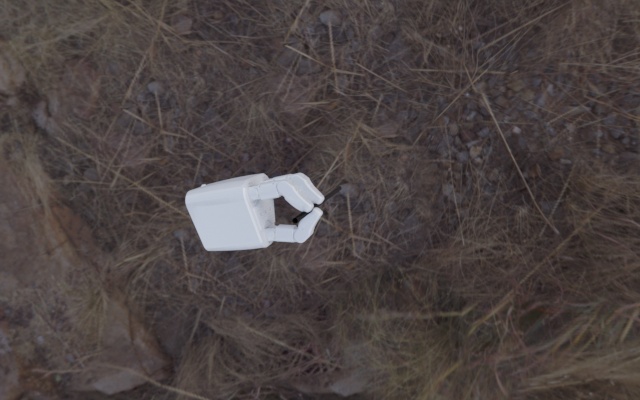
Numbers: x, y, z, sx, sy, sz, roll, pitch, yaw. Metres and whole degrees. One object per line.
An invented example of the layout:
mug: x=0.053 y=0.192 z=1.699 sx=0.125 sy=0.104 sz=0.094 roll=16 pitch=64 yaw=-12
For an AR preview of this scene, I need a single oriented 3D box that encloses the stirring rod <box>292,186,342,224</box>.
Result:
stirring rod: x=0.000 y=0.003 z=0.756 sx=0.011 sy=0.011 sz=0.239 roll=0 pitch=12 yaw=17
